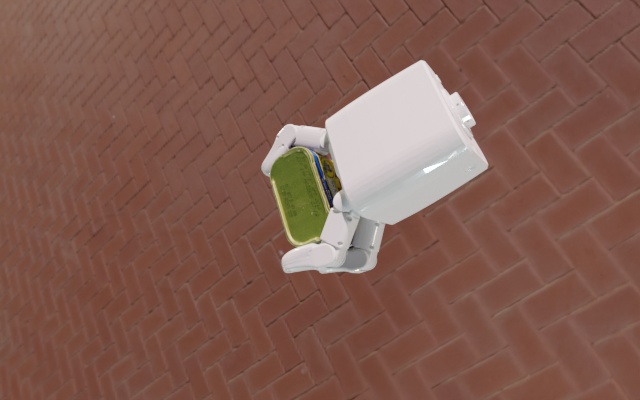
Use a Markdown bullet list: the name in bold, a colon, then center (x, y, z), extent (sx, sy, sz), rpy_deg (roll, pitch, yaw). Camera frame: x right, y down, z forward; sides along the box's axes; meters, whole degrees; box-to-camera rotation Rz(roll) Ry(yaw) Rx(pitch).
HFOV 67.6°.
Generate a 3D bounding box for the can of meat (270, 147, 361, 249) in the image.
- **can of meat**: center (0.000, 0.001, 0.482), extent (0.057, 0.102, 0.084), rpy_deg (-27, -20, 24)
